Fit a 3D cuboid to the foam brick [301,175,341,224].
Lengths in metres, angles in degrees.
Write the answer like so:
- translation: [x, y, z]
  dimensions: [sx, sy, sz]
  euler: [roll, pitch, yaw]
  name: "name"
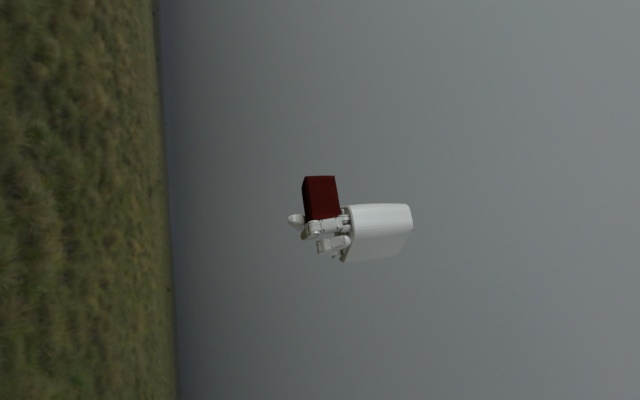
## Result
- translation: [0.000, 0.002, 0.803]
  dimensions: [0.051, 0.078, 0.053]
  euler: [-5, -18, -12]
  name: "foam brick"
